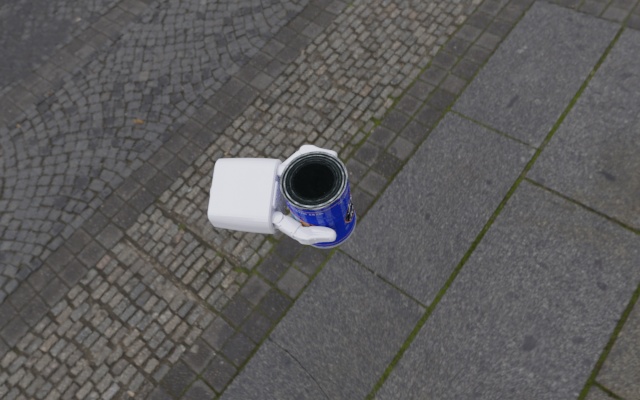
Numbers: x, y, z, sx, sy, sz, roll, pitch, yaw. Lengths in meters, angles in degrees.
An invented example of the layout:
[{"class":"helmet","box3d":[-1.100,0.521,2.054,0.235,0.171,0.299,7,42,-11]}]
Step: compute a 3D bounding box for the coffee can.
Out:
[{"class":"coffee can","box3d":[0.000,0.003,0.764,0.103,0.102,0.140,0,-29,10]}]
